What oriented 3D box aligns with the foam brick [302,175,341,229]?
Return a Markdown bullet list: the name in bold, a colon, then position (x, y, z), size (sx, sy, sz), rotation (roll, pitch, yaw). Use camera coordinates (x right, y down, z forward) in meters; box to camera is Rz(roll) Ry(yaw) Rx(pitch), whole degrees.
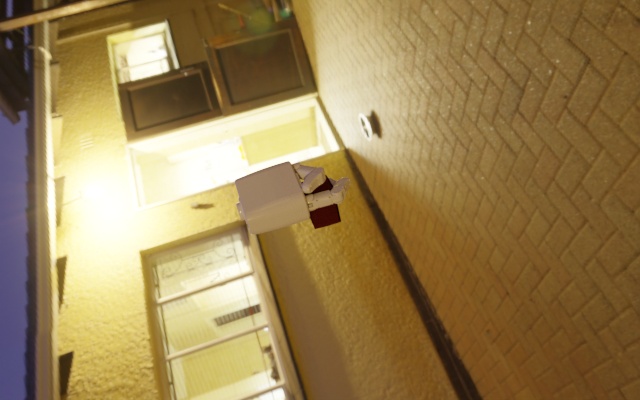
- **foam brick**: position (0.000, 0.003, 0.867), size (0.051, 0.078, 0.053), rotation (-18, 35, -7)
